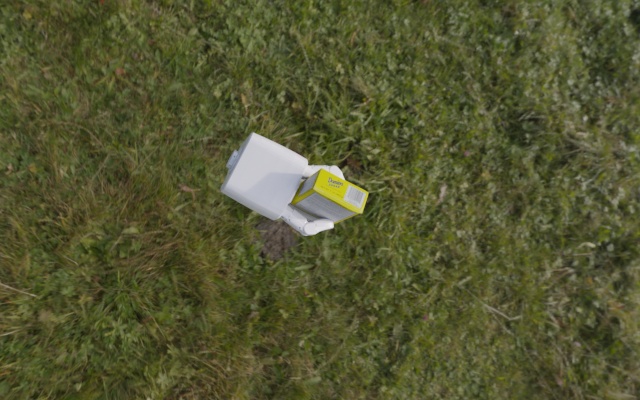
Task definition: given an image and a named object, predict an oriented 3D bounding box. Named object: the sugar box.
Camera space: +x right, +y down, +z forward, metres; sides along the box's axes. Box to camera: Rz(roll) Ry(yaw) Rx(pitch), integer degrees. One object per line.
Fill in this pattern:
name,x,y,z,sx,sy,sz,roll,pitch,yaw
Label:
sugar box,0.000,0.002,0.833,0.093,0.048,0.176,28,-19,-16
